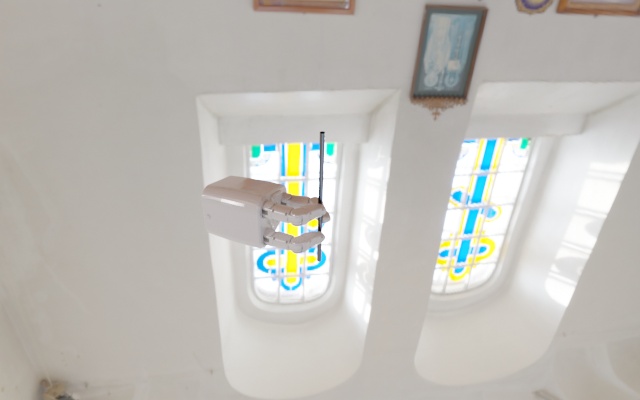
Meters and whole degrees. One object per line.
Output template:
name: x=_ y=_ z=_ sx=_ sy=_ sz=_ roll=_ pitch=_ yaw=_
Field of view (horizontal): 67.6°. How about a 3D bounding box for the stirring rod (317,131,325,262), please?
stirring rod: x=0.000 y=0.002 z=0.751 sx=0.011 sy=0.240 sz=0.011 roll=1 pitch=34 yaw=-1
